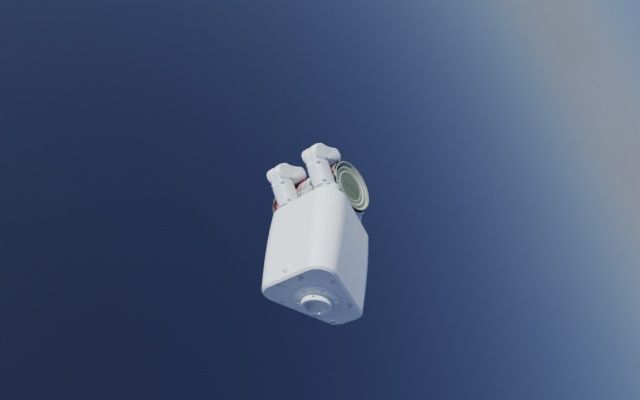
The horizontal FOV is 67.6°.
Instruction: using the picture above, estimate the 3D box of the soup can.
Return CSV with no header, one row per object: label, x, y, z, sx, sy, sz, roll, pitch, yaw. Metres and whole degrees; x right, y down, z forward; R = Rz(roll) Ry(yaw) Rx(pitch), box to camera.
soup can,0.000,0.002,0.593,0.102,0.068,0.068,-27,-15,32
